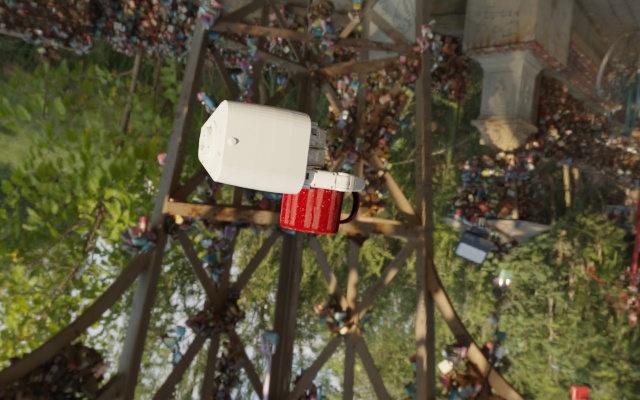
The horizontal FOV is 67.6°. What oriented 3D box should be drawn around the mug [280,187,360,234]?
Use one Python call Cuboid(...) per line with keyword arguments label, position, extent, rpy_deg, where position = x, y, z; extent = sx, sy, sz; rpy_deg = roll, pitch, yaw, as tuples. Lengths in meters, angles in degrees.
Cuboid(label="mug", position=(0.001, 0.003, 0.658), extent=(0.117, 0.081, 0.093), rpy_deg=(8, 1, -26))
